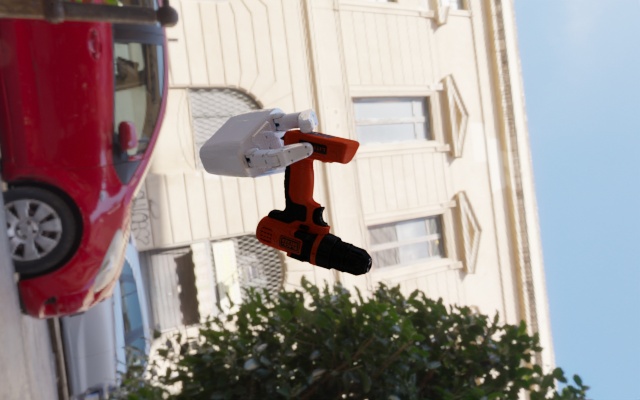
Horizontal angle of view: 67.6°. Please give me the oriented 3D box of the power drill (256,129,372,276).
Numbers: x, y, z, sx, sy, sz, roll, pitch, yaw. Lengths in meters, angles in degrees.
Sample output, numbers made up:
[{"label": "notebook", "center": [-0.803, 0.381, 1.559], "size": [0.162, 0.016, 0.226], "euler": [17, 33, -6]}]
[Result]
[{"label": "power drill", "center": [0.000, 0.002, 0.674], "size": [0.184, 0.188, 0.057], "euler": [16, 15, 21]}]
